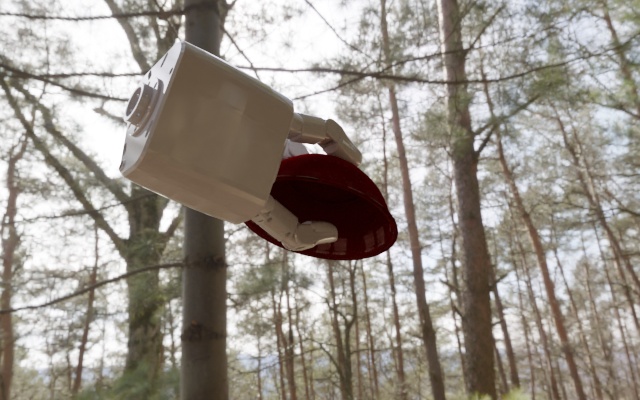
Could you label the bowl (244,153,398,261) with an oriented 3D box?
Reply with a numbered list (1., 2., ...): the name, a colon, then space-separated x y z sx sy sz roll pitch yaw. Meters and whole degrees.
1. bowl: 0.001 0.002 0.481 0.162 0.055 0.162 10 -31 6
